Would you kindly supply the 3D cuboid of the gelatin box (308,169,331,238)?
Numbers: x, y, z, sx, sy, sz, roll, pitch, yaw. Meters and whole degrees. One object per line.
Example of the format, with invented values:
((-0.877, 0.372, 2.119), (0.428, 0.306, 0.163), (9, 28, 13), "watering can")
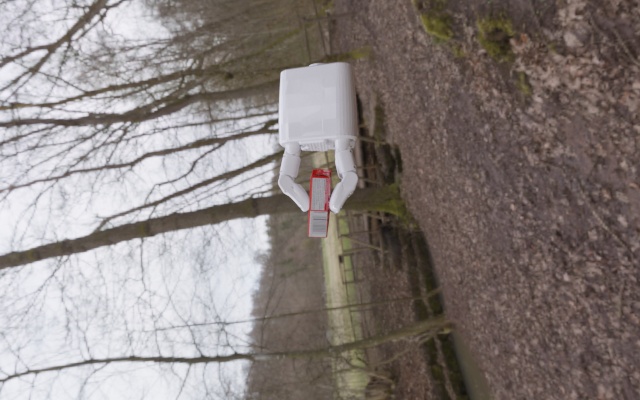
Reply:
((0.000, 0.003, 0.687), (0.030, 0.089, 0.073), (3, 10, 1), "gelatin box")
